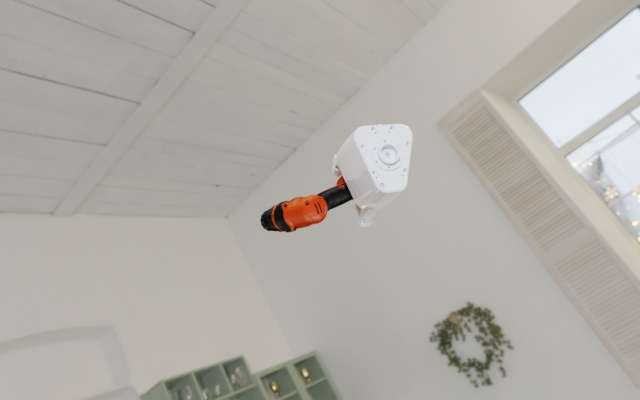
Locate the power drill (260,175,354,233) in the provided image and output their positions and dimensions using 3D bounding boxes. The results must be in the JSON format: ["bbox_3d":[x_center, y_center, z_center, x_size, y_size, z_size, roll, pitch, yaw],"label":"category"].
[{"bbox_3d":[0.001,0.003,0.844,0.187,0.057,0.184,-26,8,-33],"label":"power drill"}]
